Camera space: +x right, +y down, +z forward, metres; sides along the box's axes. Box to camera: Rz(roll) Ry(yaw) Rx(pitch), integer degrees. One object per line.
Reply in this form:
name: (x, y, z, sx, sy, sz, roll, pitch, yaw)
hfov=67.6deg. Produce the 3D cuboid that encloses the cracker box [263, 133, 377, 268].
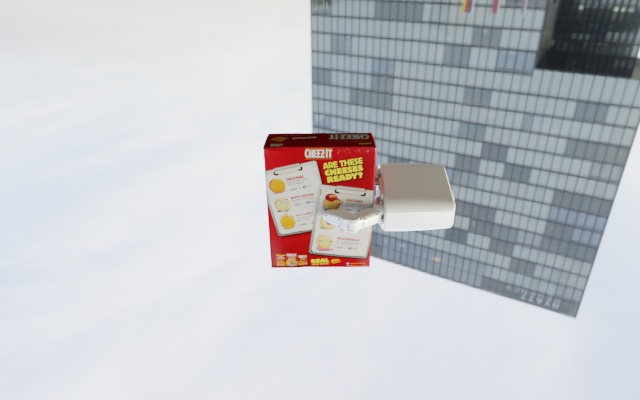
cracker box: (0.000, 0.003, 0.754, 0.164, 0.214, 0.072, 0, 29, 0)
